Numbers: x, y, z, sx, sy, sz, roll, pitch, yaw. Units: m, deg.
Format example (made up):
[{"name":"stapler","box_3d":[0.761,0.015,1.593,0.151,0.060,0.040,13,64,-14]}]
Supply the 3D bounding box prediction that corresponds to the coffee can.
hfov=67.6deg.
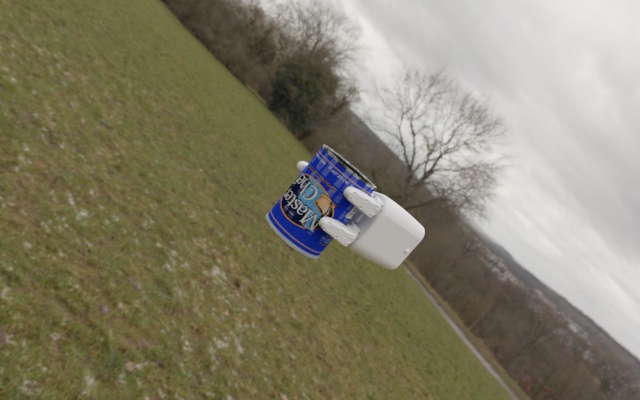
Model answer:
[{"name":"coffee can","box_3d":[0.000,0.002,0.716,0.103,0.140,0.102,38,10,-8]}]
